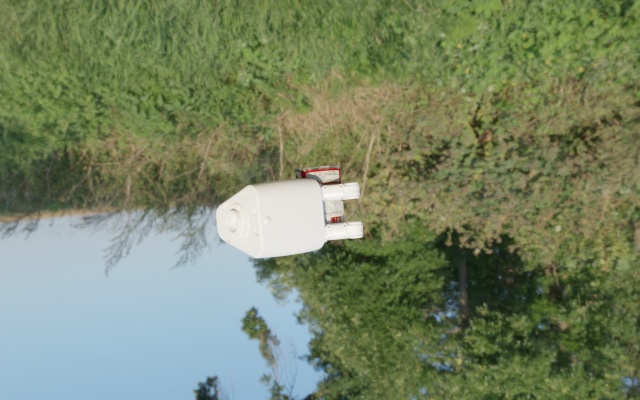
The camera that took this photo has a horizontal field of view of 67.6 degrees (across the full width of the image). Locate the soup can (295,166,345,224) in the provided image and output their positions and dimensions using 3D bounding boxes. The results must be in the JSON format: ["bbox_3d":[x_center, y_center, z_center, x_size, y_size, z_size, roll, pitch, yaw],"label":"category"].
[{"bbox_3d":[0.000,0.003,0.706,0.068,0.102,0.068,-5,1,0],"label":"soup can"}]
